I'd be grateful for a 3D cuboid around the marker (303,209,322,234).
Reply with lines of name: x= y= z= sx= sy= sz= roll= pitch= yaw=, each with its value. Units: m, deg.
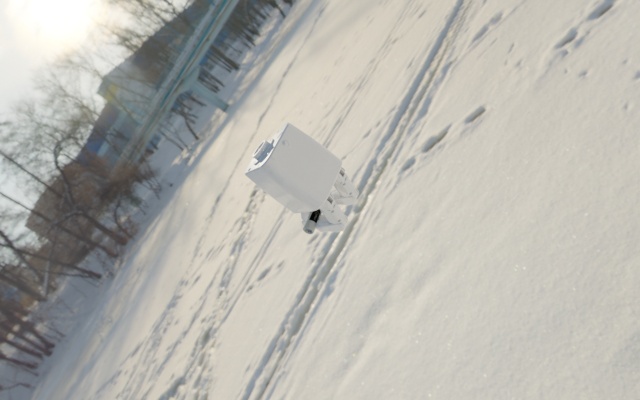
marker: x=0.000 y=0.003 z=0.791 sx=0.020 sy=0.121 sz=0.020 roll=16 pitch=-35 yaw=11
